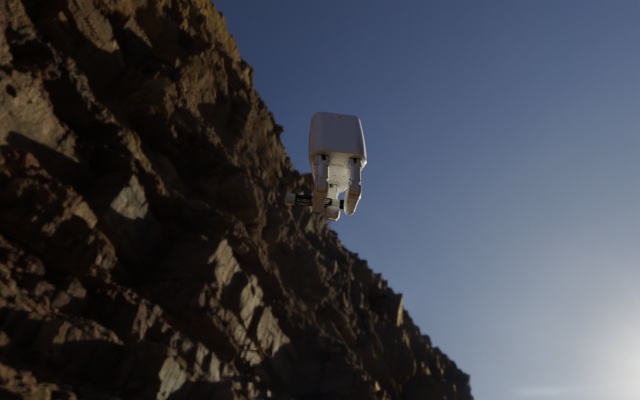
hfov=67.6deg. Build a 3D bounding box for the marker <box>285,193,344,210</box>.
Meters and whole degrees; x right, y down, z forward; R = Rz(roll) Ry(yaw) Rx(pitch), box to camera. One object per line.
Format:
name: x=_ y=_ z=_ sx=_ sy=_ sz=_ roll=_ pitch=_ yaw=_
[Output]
marker: x=0.000 y=0.003 z=0.821 sx=0.121 sy=0.020 sz=0.020 roll=6 pitch=-1 yaw=-8
